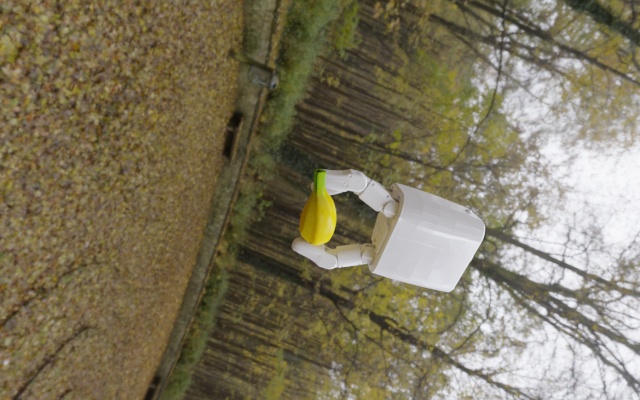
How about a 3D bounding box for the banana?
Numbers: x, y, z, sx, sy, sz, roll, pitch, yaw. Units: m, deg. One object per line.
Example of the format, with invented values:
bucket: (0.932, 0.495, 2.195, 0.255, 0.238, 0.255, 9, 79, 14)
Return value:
banana: (-0.003, 0.019, 0.563, 0.037, 0.069, 0.198, 12, -11, -4)
